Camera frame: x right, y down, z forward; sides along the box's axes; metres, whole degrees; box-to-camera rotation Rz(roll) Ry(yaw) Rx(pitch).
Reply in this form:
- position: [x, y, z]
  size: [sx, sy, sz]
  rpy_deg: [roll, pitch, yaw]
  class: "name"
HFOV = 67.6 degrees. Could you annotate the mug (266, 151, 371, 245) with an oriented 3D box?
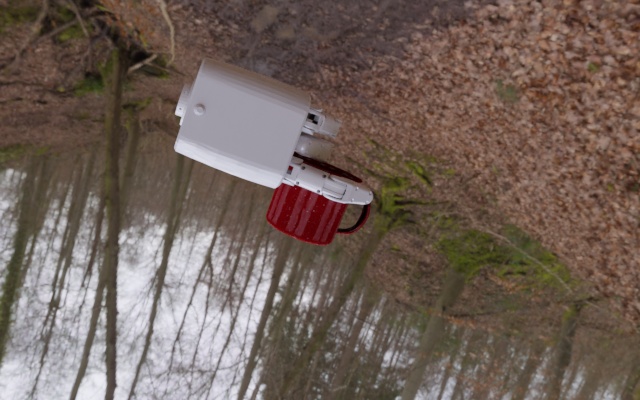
- position: [0.001, 0.002, 0.539]
  size: [0.117, 0.081, 0.093]
  rpy_deg: [19, 9, -17]
  class: "mug"
